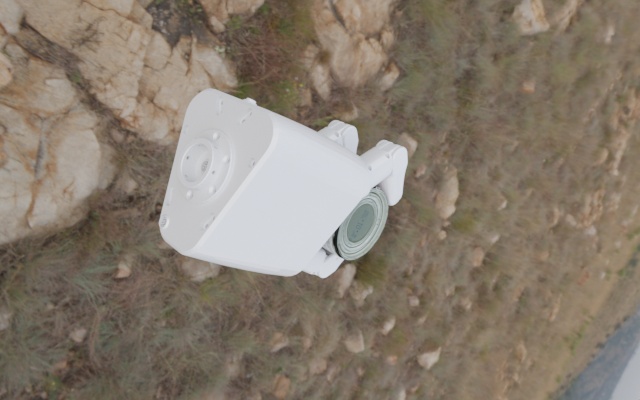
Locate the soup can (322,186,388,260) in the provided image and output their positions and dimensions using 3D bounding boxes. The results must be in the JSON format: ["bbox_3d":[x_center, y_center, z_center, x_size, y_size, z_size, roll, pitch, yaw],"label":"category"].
[{"bbox_3d":[0.000,0.002,0.423,0.102,0.068,0.068,27,17,37],"label":"soup can"}]
